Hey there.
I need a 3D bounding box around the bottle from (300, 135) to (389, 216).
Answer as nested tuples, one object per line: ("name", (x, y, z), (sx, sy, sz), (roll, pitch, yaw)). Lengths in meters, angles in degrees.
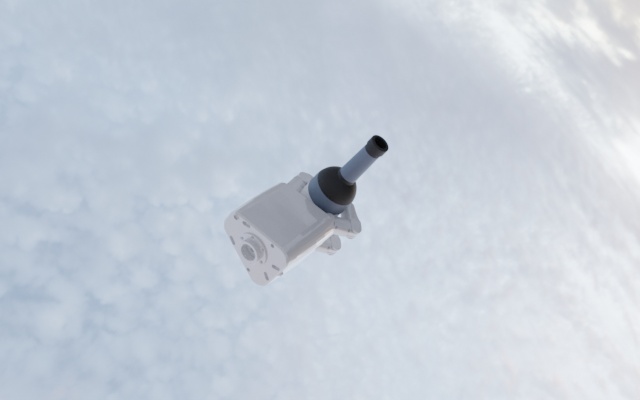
("bottle", (0.000, 0.002, 0.719), (0.069, 0.069, 0.296), (0, -32, -39))
